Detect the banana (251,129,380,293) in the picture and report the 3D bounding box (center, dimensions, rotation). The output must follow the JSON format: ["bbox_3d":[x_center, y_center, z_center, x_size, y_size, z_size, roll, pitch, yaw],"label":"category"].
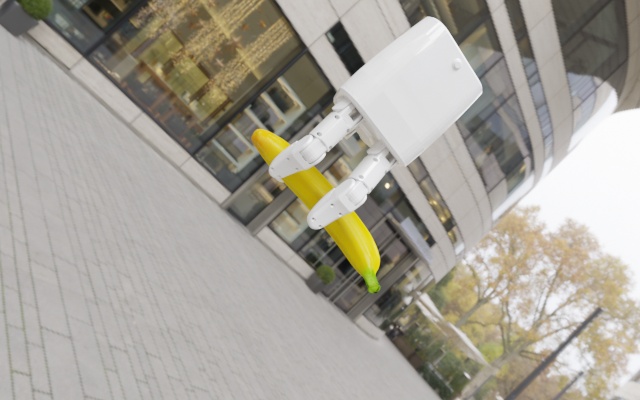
[{"bbox_3d":[0.004,0.004,0.493,0.037,0.198,0.069,-40,-2,5],"label":"banana"}]
